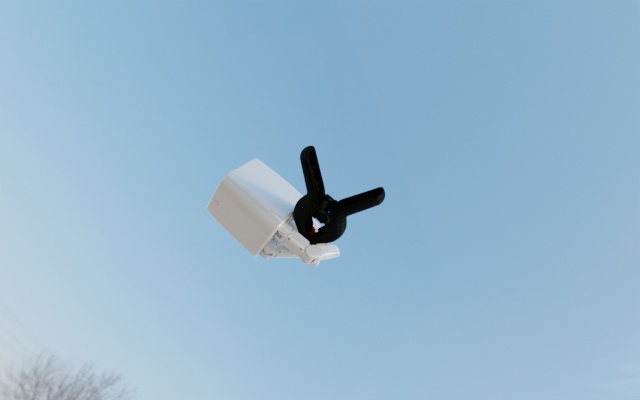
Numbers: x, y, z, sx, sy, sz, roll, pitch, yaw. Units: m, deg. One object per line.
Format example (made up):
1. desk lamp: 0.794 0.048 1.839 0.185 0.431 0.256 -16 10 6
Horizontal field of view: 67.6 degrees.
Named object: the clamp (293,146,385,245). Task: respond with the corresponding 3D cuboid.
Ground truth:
1. clamp: 0.000 0.002 0.655 0.039 0.120 0.171 -47 -2 -45
